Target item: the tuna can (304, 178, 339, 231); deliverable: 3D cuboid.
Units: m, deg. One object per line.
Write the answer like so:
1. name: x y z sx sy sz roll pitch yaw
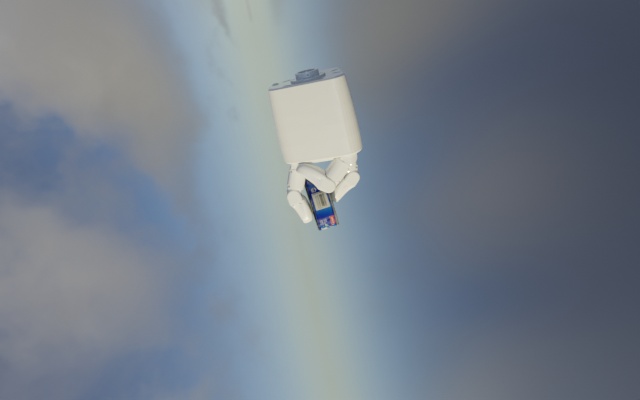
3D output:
1. tuna can: 0.000 0.003 0.736 0.034 0.086 0.086 -17 0 -1
